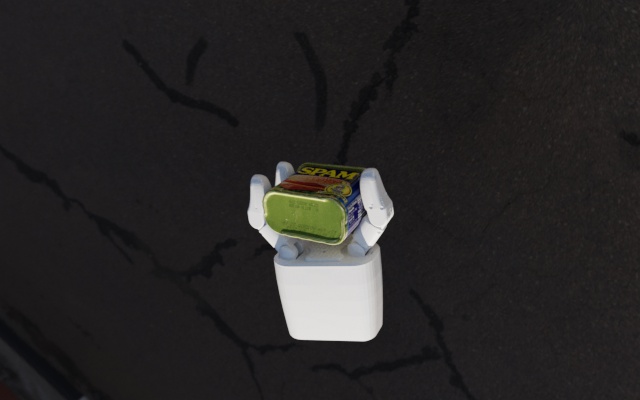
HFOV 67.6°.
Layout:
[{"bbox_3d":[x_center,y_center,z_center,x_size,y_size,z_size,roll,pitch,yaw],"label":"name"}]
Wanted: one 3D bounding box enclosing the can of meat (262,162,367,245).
[{"bbox_3d":[0.000,0.002,0.515,0.102,0.057,0.084,8,26,26],"label":"can of meat"}]
